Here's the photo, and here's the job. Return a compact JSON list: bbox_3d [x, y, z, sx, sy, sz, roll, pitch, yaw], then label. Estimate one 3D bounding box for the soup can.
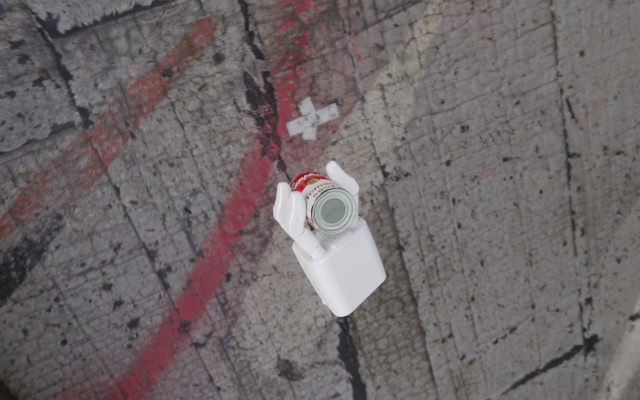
[{"bbox_3d":[0.000,0.002,0.677,0.068,0.068,0.102,0,16,-22],"label":"soup can"}]
